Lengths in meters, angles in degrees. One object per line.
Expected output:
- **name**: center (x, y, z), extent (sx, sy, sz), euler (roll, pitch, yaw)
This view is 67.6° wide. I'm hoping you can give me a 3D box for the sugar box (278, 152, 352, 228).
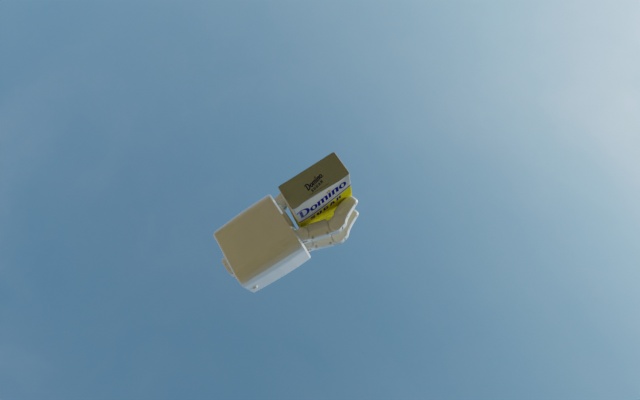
- **sugar box**: center (0.000, 0.003, 0.711), extent (0.093, 0.048, 0.176), euler (-33, -18, -5)
